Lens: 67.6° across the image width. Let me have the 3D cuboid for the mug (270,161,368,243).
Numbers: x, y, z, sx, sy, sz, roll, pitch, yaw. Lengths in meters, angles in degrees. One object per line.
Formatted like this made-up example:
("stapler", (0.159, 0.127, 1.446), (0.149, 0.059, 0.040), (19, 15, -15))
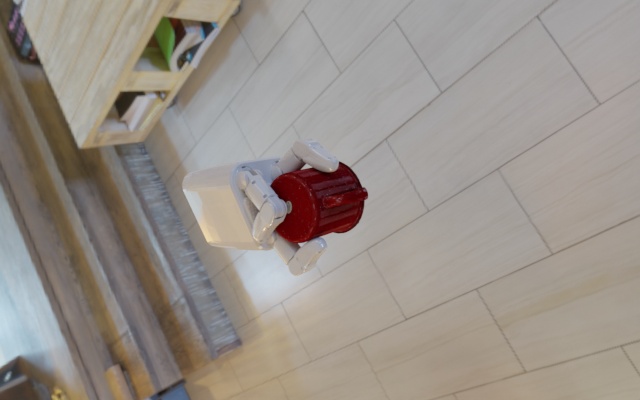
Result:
("mug", (0.001, 0.002, 0.553), (0.117, 0.093, 0.081), (-5, 7, 42))
